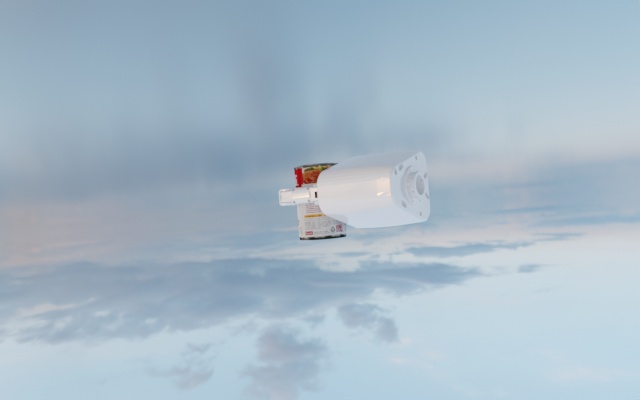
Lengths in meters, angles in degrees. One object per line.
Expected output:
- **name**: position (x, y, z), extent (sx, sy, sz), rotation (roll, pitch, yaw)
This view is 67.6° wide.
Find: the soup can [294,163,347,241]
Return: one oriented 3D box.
- **soup can**: position (0.000, 0.003, 0.667), extent (0.068, 0.102, 0.068), rotation (-4, -1, 0)
